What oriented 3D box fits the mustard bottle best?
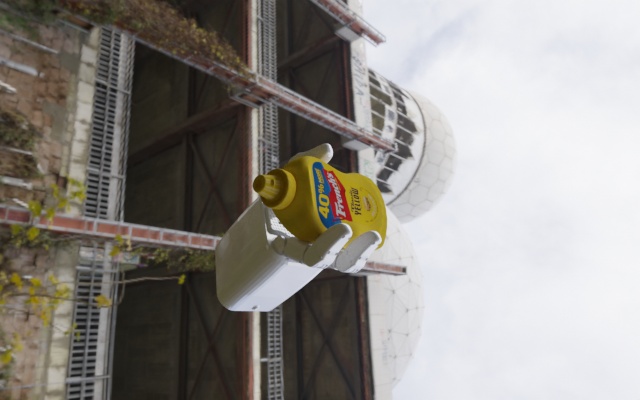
[{"bbox_3d":[0.001,0.002,0.534,0.058,0.096,0.192,-20,-24,36],"label":"mustard bottle"}]
